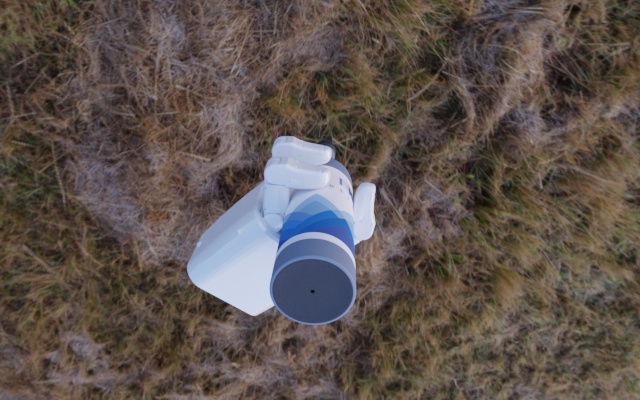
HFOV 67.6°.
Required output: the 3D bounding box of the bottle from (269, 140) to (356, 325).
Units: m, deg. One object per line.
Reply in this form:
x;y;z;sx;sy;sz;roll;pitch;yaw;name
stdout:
0.000;0.002;0.493;0.069;0.069;0.295;0;28;3;bottle
